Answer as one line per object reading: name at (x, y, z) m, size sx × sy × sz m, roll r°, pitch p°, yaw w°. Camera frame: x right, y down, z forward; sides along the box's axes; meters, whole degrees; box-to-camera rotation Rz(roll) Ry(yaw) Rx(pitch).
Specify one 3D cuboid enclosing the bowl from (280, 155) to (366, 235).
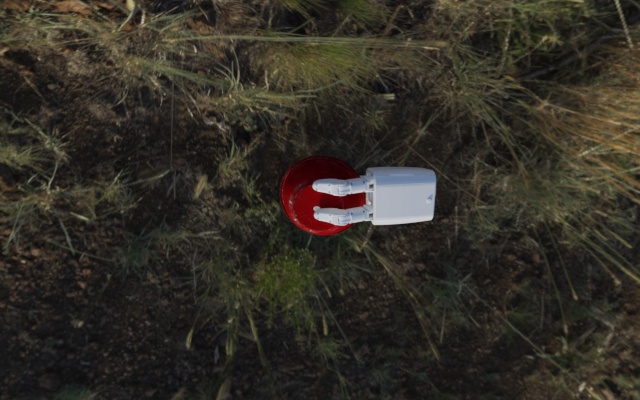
bowl at (-0.001, 0.003, 0.860) m, size 0.162 × 0.162 × 0.055 m, roll 0°, pitch 24°, yaw 9°
